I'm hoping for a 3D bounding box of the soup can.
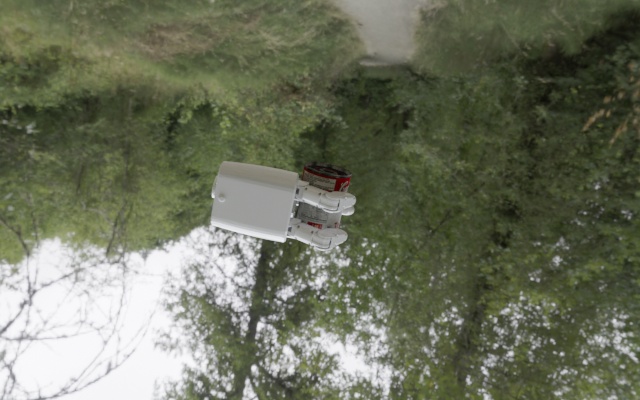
[{"bbox_3d":[0.001,0.003,0.684,0.068,0.102,0.068,12,15,-3],"label":"soup can"}]
